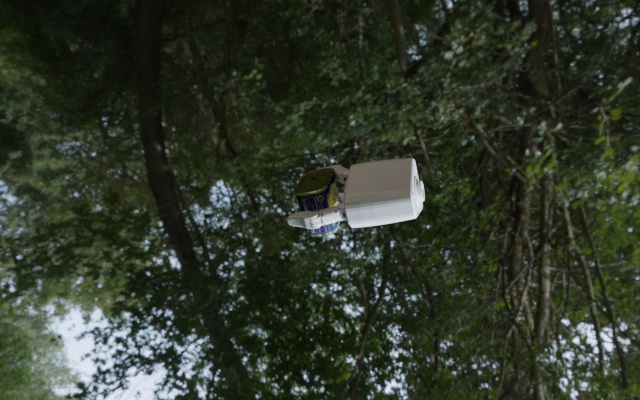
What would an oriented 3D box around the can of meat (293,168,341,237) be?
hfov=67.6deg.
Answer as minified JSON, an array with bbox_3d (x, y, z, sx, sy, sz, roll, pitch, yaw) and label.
[{"bbox_3d":[0.000,0.003,0.810,0.057,0.084,0.102,-9,23,16],"label":"can of meat"}]
